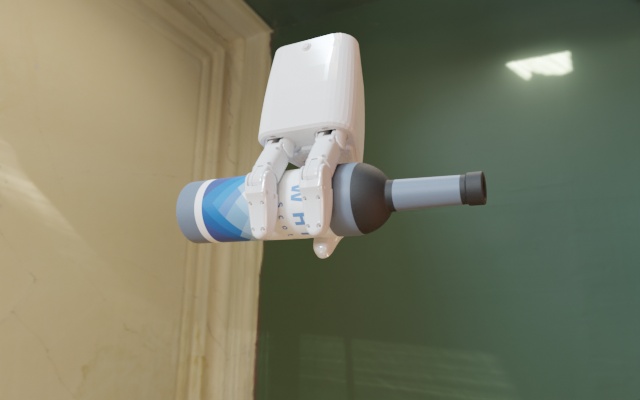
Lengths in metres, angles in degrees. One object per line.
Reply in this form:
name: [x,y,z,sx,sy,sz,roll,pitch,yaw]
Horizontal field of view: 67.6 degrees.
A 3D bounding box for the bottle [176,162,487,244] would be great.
bottle: [0.000,0.002,0.448,0.296,0.069,0.069,-5,-2,26]
